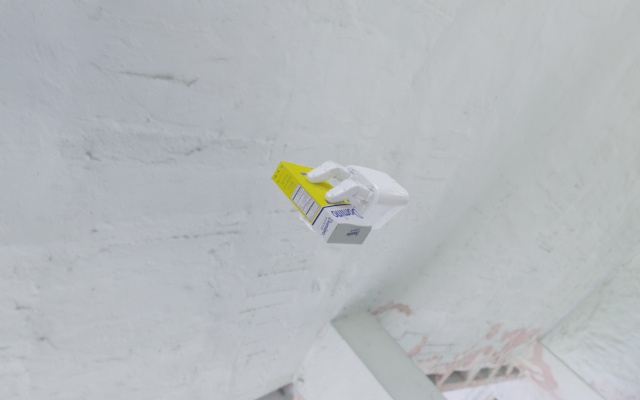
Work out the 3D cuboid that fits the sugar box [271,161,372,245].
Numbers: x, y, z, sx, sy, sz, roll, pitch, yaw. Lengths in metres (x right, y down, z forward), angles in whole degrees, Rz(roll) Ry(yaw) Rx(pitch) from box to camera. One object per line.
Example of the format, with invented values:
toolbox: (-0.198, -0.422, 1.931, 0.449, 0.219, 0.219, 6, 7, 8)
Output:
sugar box: (0.000, 0.002, 0.805, 0.093, 0.048, 0.176, 7, 29, -48)
